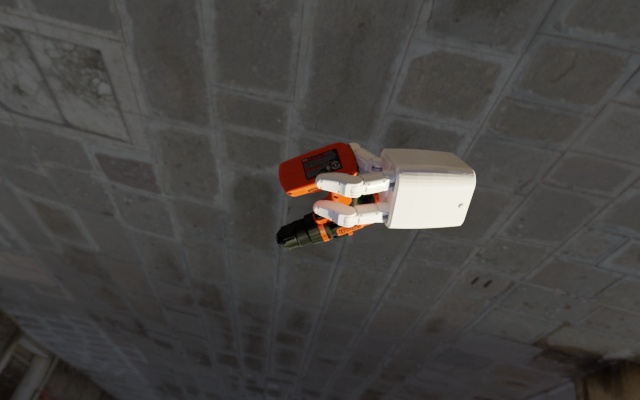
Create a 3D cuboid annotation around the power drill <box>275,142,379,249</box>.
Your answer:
[{"bbox_3d":[0.000,0.002,0.710,0.184,0.057,0.188,-21,-30,3],"label":"power drill"}]
